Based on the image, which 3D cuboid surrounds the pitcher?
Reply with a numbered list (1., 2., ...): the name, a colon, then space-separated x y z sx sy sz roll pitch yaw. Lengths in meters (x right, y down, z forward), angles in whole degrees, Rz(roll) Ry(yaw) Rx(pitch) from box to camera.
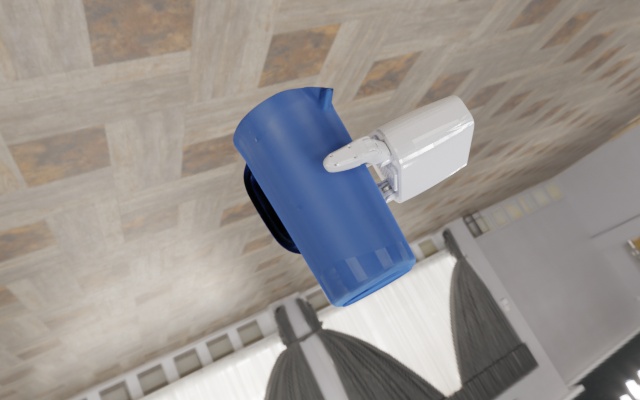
1. pitcher: 0.000 0.002 0.571 0.145 0.242 0.149 -27 -16 -7
